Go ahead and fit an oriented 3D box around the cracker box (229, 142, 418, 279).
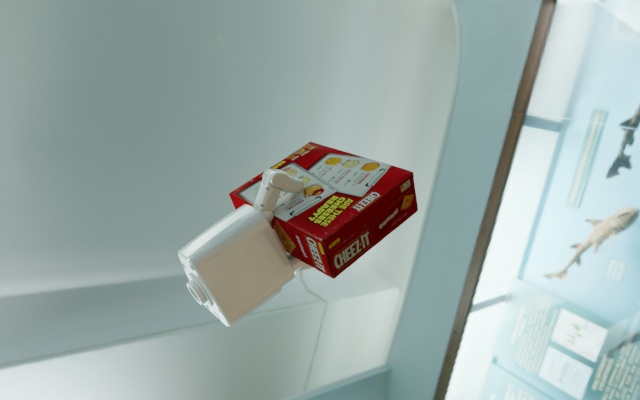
[{"bbox_3d":[0.000,0.002,0.664,0.164,0.072,0.213,-35,37,-27],"label":"cracker box"}]
